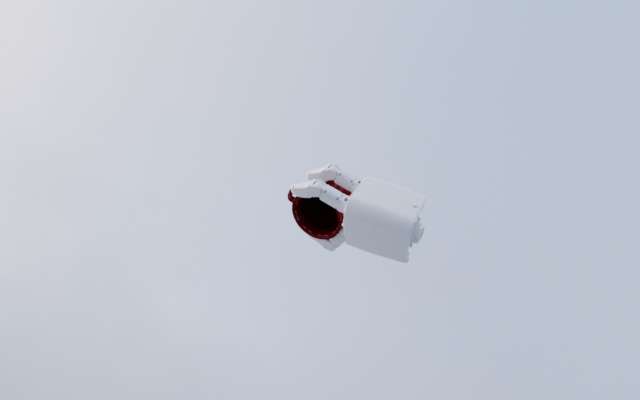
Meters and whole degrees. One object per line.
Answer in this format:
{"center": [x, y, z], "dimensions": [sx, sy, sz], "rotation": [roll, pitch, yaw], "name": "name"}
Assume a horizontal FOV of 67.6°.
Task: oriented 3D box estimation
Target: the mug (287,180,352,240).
{"center": [-0.001, 0.002, 0.821], "dimensions": [0.117, 0.093, 0.081], "rotation": [21, 37, 19], "name": "mug"}
